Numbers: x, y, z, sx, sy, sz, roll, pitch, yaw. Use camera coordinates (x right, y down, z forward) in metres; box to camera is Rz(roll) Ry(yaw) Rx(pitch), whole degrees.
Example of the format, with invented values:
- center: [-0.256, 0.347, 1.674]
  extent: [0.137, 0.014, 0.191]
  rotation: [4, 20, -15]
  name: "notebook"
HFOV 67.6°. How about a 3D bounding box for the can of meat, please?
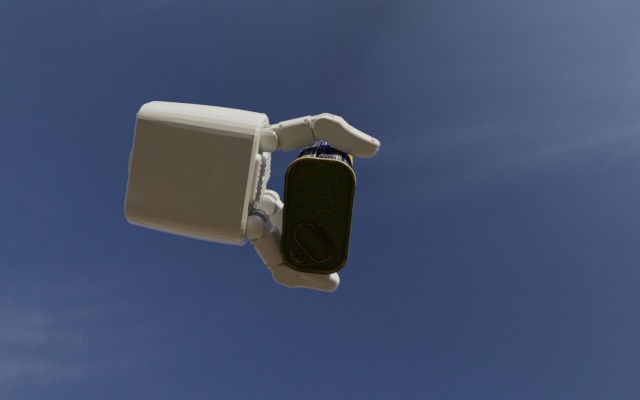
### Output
- center: [0.000, 0.001, 0.429]
  extent: [0.057, 0.102, 0.084]
  rotation: [5, 20, 3]
  name: "can of meat"
